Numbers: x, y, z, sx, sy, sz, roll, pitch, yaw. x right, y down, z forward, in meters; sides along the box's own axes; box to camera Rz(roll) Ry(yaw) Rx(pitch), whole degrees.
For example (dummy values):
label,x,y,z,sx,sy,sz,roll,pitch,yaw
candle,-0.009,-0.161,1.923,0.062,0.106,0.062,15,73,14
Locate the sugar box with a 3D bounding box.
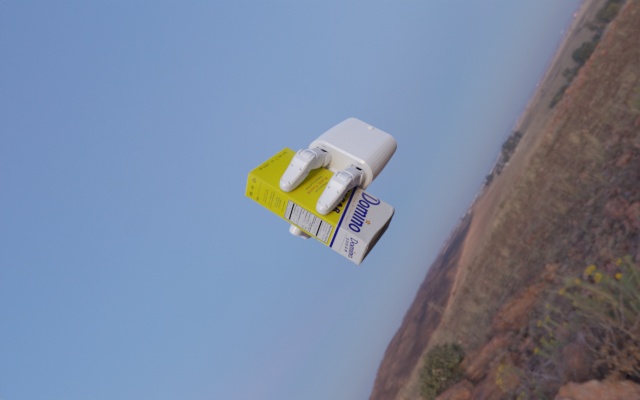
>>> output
label,x,y,z,sx,sy,sz,roll,pitch,yaw
sugar box,0.000,0.001,0.617,0.176,0.048,0.093,28,39,15
